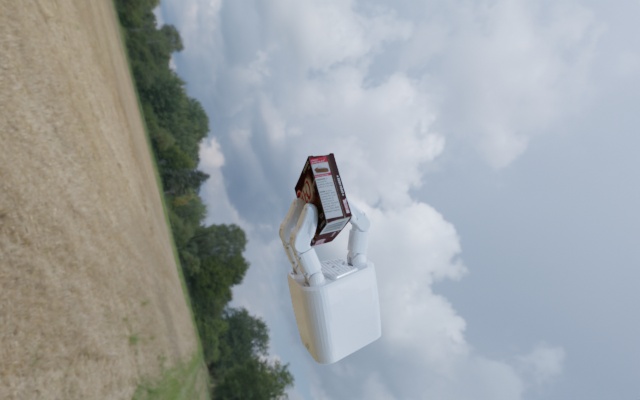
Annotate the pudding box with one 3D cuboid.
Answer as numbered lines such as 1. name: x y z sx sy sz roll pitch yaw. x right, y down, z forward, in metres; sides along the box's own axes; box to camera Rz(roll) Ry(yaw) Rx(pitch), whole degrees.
1. pudding box: 0.000 0.002 0.624 0.039 0.090 0.113 -11 -17 -18
